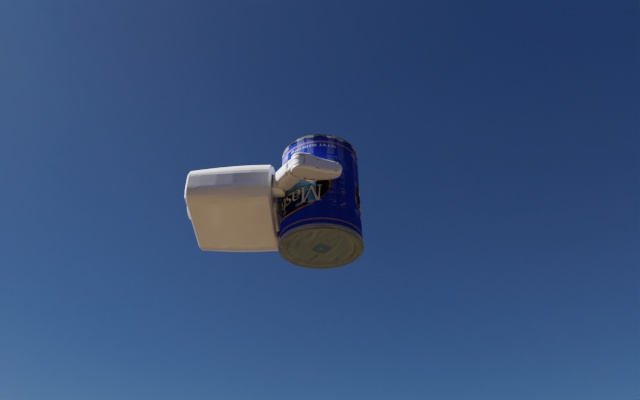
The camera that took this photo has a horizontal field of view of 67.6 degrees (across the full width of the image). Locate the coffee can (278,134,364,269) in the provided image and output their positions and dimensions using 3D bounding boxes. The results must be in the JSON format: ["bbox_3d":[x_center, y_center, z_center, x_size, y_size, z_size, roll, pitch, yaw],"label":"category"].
[{"bbox_3d":[0.000,0.002,0.609,0.103,0.140,0.103,0,-35,0],"label":"coffee can"}]
